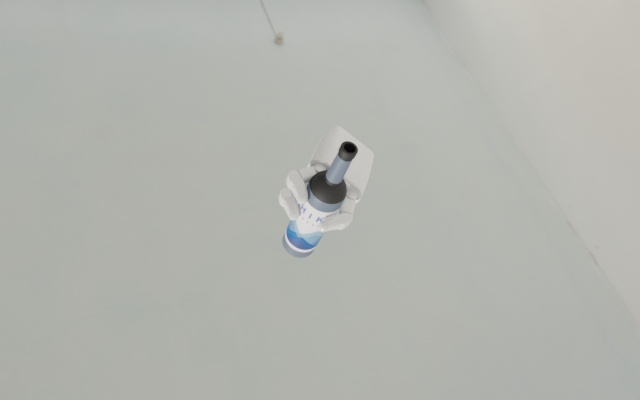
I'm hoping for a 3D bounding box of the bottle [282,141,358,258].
[{"bbox_3d":[0.000,0.003,0.823,0.069,0.069,0.296,0,-33,-21],"label":"bottle"}]
